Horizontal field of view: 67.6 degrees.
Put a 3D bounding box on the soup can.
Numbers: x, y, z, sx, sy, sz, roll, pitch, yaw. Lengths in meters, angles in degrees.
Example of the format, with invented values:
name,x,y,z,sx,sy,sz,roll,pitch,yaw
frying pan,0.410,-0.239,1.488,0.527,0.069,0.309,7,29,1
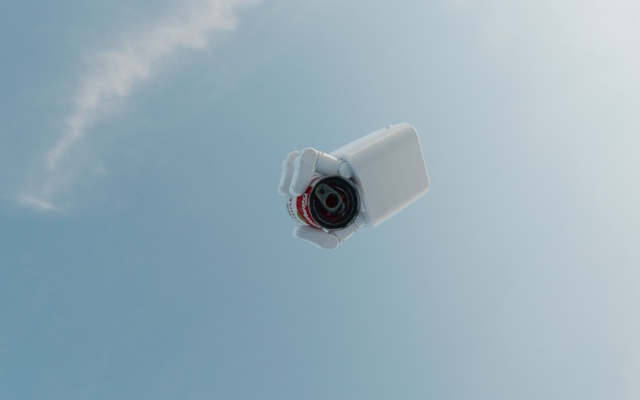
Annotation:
name,x,y,z,sx,sy,sz,roll,pitch,yaw
soup can,0.000,0.002,0.619,0.068,0.068,0.102,0,1,-21
